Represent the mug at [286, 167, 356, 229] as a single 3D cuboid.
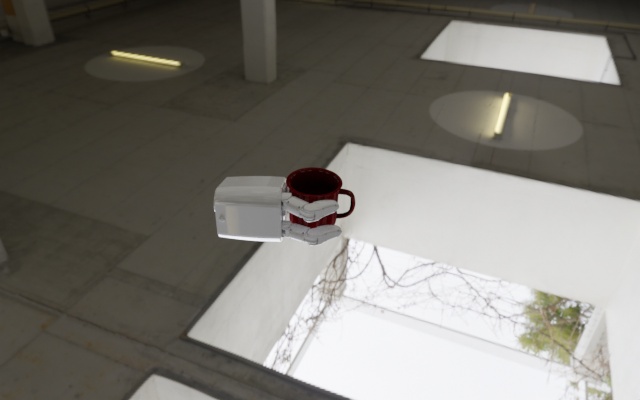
[{"bbox_3d":[0.002,0.003,0.803,0.117,0.082,0.093,4,33,1],"label":"mug"}]
